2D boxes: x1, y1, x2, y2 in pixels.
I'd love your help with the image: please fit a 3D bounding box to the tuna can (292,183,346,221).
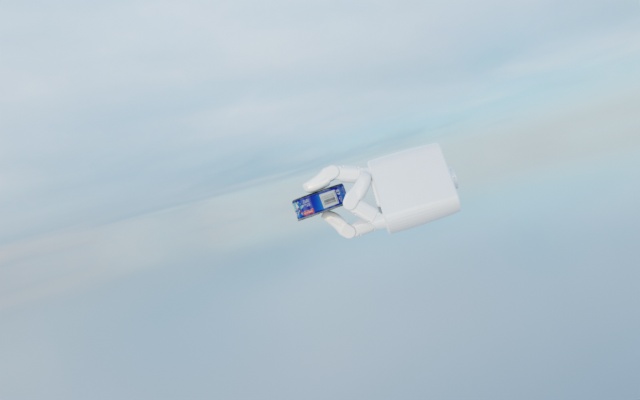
[{"bbox_3d":[0.000,0.002,0.736,0.086,0.034,0.086,-19,0,0],"label":"tuna can"}]
